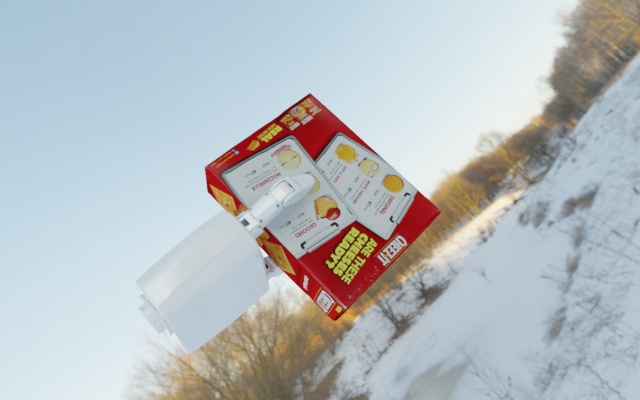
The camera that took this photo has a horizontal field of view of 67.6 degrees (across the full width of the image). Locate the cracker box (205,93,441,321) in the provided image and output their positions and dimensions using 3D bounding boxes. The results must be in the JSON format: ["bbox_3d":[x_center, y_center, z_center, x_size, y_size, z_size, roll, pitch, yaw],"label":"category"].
[{"bbox_3d":[0.000,0.002,0.548,0.164,0.213,0.072,-40,-13,-25],"label":"cracker box"}]
